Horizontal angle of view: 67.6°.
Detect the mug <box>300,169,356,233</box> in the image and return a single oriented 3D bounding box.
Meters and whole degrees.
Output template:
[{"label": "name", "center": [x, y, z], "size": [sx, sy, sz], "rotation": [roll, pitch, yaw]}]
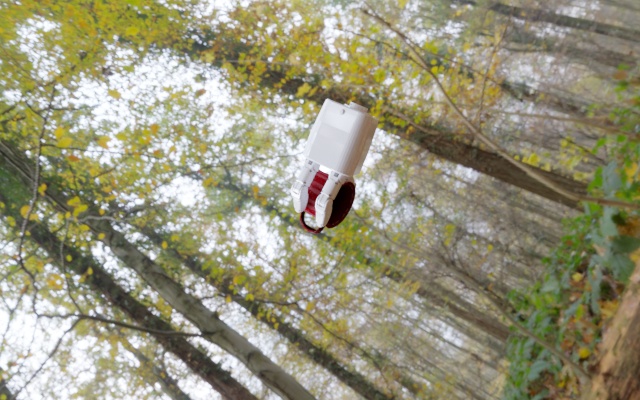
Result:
[{"label": "mug", "center": [-0.001, 0.004, 0.877], "size": [0.081, 0.117, 0.093], "rotation": [29, 12, 29]}]
